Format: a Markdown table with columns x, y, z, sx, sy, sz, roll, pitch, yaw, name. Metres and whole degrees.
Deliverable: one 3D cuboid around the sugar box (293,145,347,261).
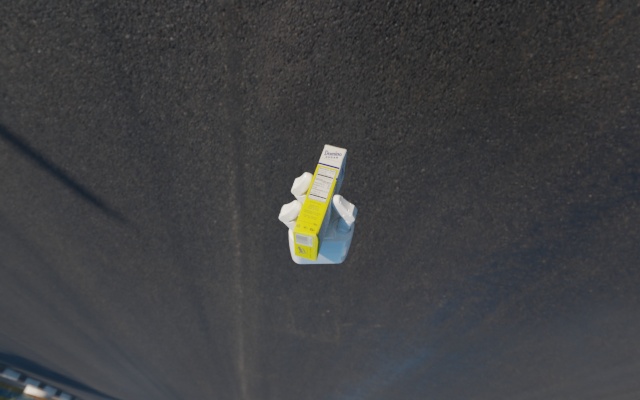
| x | y | z | sx | sy | sz | roll | pitch | yaw | name |
| --- | --- | --- | --- | --- | --- | --- | --- | --- | --- |
| 0.000 | 0.003 | 0.807 | 0.048 | 0.176 | 0.093 | 13 | -31 | 6 | sugar box |
